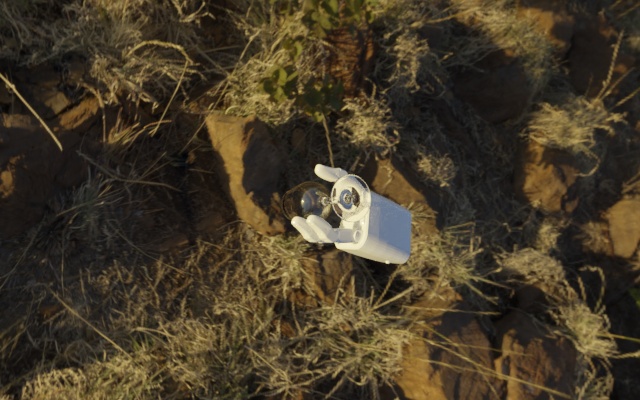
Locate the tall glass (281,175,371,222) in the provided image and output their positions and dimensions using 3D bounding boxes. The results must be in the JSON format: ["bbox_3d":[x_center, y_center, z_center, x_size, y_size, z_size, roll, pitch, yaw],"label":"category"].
[{"bbox_3d":[0.000,0.003,0.827,0.079,0.079,0.201,0,-3,-29],"label":"tall glass"}]
